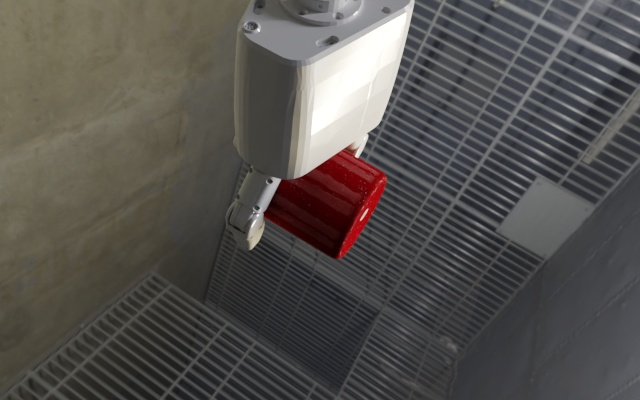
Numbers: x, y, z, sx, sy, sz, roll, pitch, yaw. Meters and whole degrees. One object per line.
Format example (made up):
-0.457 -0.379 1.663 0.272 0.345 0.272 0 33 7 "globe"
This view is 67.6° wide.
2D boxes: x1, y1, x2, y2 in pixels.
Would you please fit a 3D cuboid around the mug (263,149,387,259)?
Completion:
0.000 0.002 0.407 0.081 0.093 0.117 30 -30 11 "mug"
